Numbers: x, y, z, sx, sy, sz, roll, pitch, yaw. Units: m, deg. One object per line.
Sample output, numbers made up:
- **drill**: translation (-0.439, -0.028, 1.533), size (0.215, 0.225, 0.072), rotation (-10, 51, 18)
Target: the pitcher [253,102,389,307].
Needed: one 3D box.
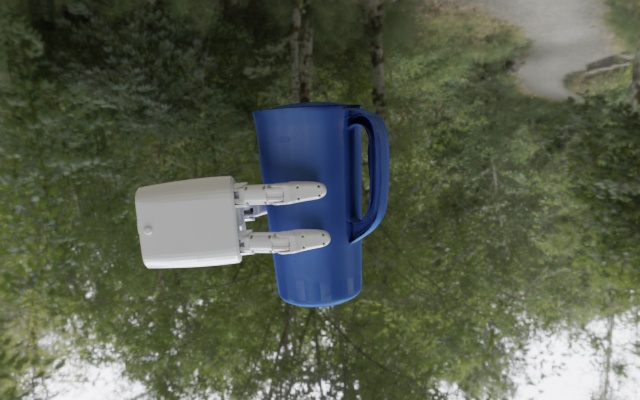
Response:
- **pitcher**: translation (0.000, 0.002, 0.587), size (0.145, 0.243, 0.149), rotation (-5, 9, -8)
